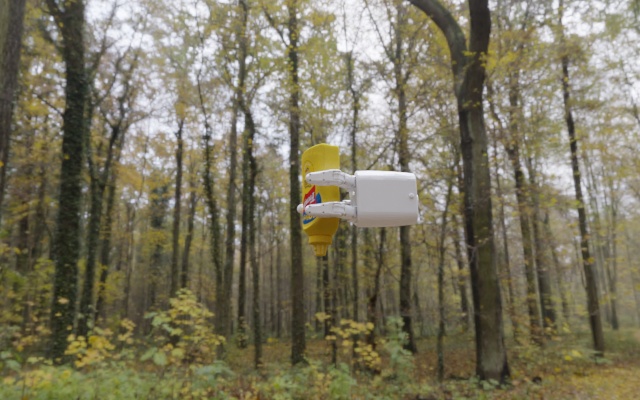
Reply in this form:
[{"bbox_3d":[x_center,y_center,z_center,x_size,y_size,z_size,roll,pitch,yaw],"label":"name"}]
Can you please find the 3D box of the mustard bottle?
[{"bbox_3d":[0.000,0.003,0.850,0.058,0.191,0.096,6,-15,-27],"label":"mustard bottle"}]
